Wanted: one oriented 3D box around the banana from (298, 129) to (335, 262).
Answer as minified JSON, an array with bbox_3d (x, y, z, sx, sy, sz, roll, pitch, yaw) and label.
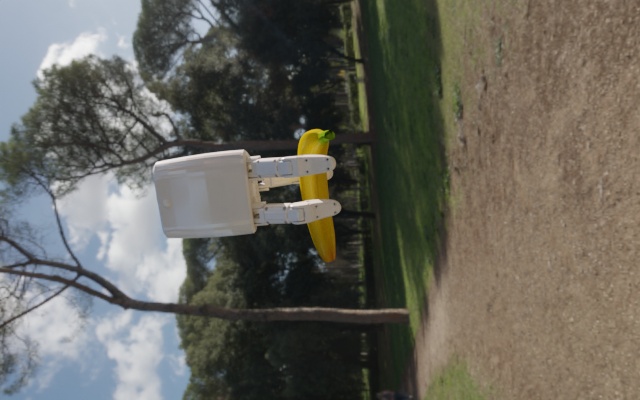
[{"bbox_3d":[-0.004,-0.012,0.597,0.037,0.198,0.069,-11,38,-9],"label":"banana"}]
